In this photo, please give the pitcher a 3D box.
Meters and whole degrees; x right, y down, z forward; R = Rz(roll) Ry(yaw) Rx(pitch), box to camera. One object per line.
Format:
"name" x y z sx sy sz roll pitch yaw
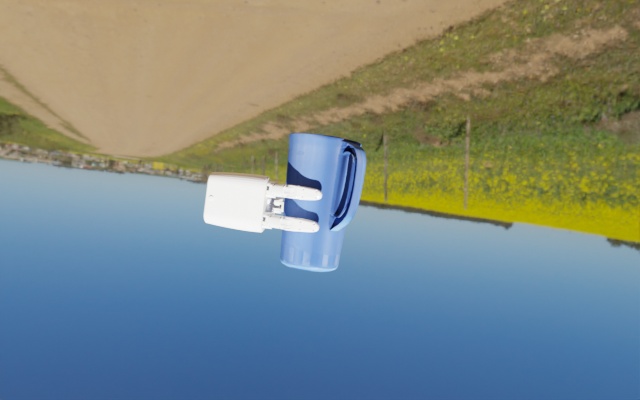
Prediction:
"pitcher" 0.000 0.003 0.865 0.145 0.243 0.149 7 1 5
